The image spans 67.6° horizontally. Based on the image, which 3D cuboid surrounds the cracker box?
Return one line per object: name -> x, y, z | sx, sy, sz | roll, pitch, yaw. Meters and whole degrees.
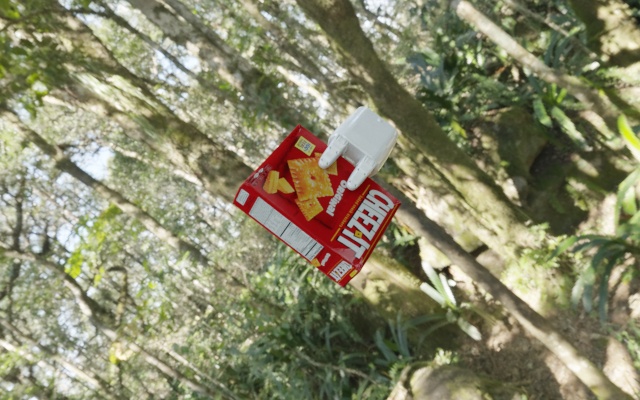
cracker box -> 0.000, 0.002, 0.744 | 0.213, 0.164, 0.072 | 37, -39, 1
